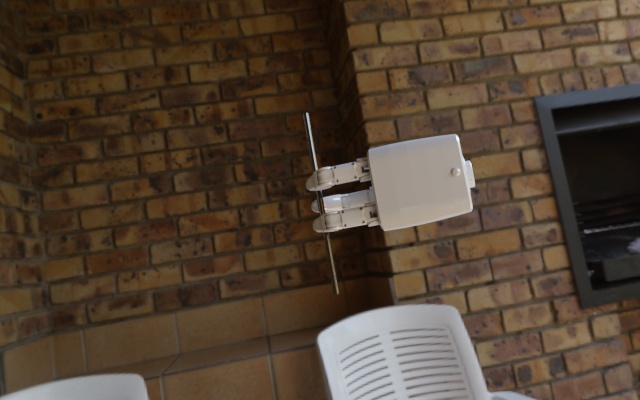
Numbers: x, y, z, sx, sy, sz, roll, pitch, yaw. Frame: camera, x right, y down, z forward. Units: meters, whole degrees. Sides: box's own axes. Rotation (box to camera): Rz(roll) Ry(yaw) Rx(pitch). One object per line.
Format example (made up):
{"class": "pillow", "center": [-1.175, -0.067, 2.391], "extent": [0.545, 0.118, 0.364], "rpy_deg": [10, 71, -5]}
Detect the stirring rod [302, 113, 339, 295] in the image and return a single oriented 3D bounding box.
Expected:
{"class": "stirring rod", "center": [0.000, 0.002, 0.624], "extent": [0.011, 0.239, 0.011], "rpy_deg": [-10, -6, -1]}
